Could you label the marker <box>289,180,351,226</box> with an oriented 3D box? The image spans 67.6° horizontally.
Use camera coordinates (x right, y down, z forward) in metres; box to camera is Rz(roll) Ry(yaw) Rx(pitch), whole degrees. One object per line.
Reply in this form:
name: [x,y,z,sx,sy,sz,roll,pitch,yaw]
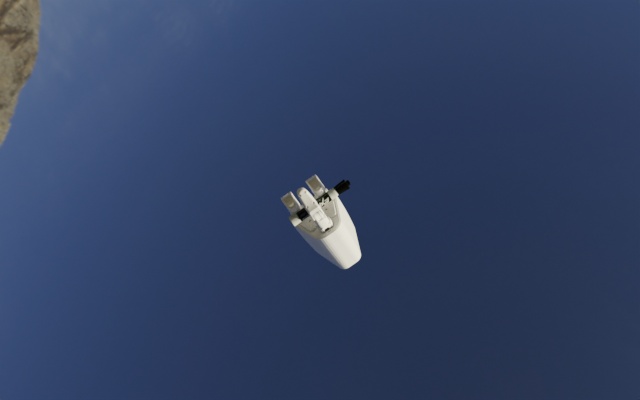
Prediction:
marker: [0.000,0.003,0.817,0.121,0.020,0.020,-35,0,0]
